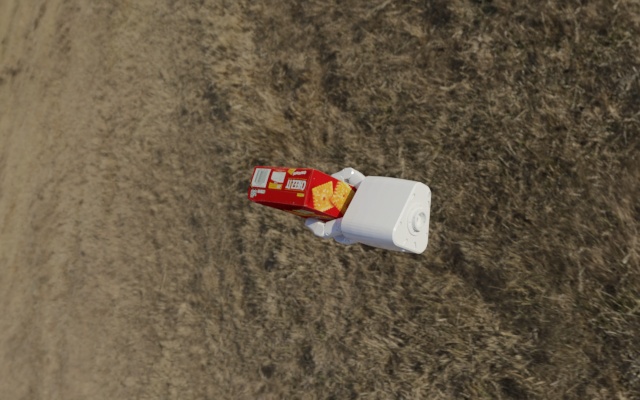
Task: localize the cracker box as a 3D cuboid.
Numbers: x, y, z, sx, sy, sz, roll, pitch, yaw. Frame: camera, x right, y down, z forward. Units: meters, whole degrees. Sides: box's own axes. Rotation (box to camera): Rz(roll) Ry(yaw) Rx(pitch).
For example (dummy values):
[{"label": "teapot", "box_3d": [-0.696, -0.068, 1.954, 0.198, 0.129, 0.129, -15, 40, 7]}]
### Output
[{"label": "cracker box", "box_3d": [0.000, 0.003, 0.870, 0.214, 0.072, 0.164, 22, -11, -42]}]
